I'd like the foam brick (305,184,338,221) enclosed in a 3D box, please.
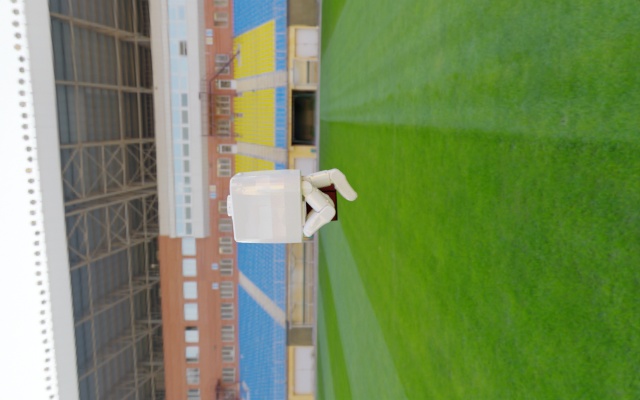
[{"bbox_3d":[0.000,0.003,0.802,0.051,0.053,0.078,-3,9,-2],"label":"foam brick"}]
